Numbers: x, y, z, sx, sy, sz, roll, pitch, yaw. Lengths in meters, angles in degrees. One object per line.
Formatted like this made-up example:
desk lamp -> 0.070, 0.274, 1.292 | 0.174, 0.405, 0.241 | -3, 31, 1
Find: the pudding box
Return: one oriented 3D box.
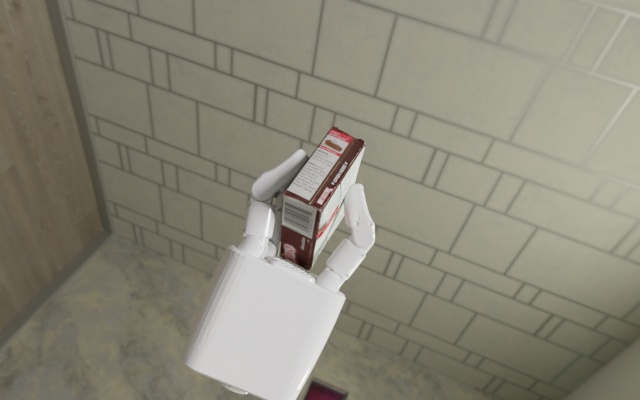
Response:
pudding box -> 0.000, 0.002, 0.446 | 0.039, 0.090, 0.114 | 27, -33, 10
